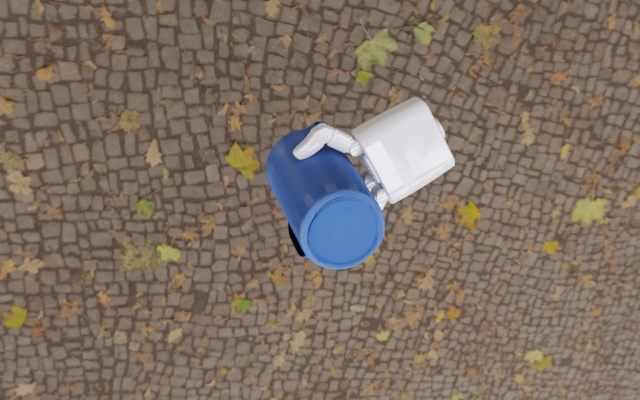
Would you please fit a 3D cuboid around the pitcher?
[{"bbox_3d":[0.000,0.002,0.678,0.145,0.149,0.242,-30,27,1],"label":"pitcher"}]
